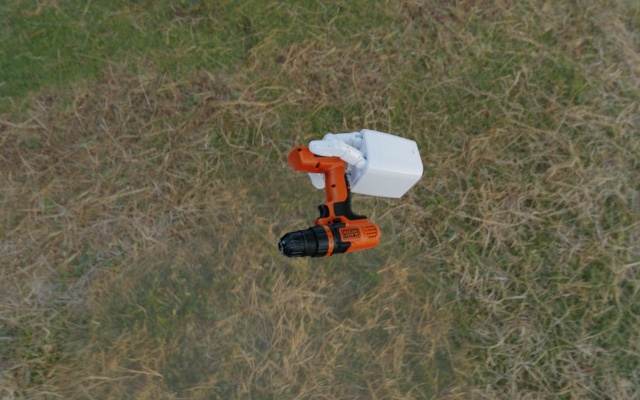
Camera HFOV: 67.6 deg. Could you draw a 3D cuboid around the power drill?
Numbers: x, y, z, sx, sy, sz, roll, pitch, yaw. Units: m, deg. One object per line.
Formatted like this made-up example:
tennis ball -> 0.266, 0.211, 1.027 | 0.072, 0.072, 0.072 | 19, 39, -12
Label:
power drill -> 0.000, 0.002, 0.803 | 0.184, 0.187, 0.057 | -4, -18, -31
